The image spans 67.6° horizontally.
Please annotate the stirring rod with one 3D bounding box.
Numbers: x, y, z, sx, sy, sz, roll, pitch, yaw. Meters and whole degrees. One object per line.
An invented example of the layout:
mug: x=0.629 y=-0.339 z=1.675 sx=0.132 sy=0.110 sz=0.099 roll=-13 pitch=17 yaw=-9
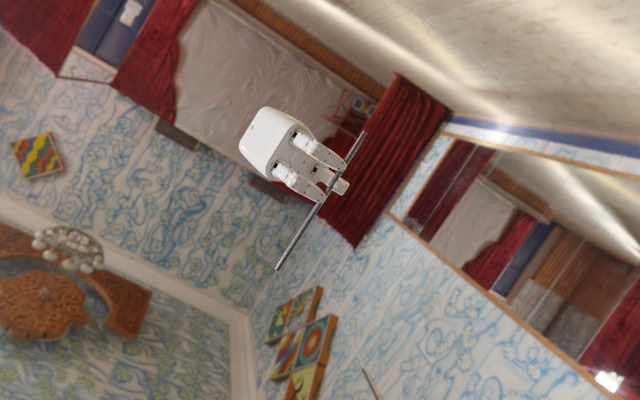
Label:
stirring rod: x=0.000 y=0.002 z=0.699 sx=0.011 sy=0.239 sz=0.011 roll=32 pitch=5 yaw=-3
